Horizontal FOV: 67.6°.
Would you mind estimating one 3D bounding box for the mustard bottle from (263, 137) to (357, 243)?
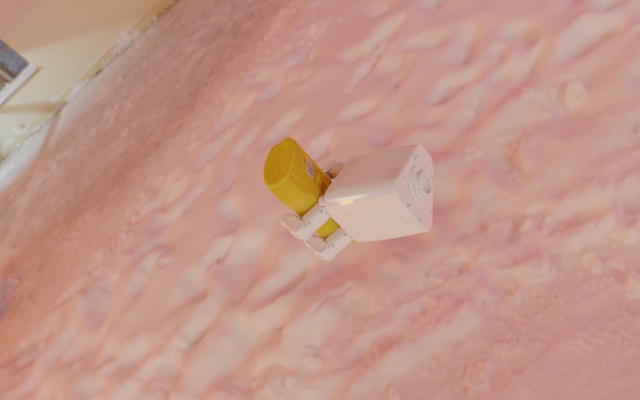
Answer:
[{"bbox_3d":[0.000,0.002,0.683,0.058,0.096,0.192,-30,-52,21],"label":"mustard bottle"}]
